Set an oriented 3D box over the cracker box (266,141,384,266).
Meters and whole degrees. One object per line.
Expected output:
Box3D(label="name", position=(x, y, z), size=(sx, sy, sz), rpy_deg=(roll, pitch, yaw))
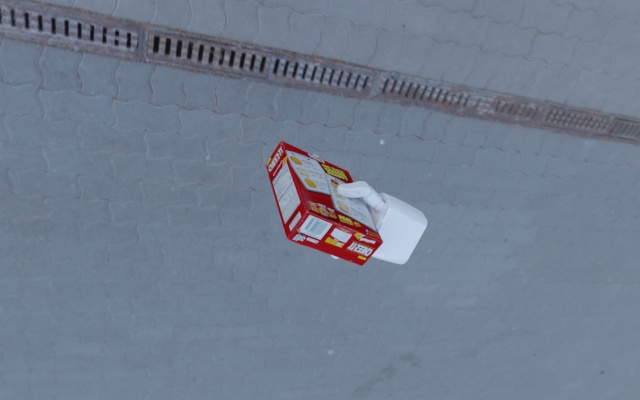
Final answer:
Box3D(label="cracker box", position=(0.000, 0.003, 0.849), size=(0.164, 0.072, 0.213), rpy_deg=(22, 27, -31))
